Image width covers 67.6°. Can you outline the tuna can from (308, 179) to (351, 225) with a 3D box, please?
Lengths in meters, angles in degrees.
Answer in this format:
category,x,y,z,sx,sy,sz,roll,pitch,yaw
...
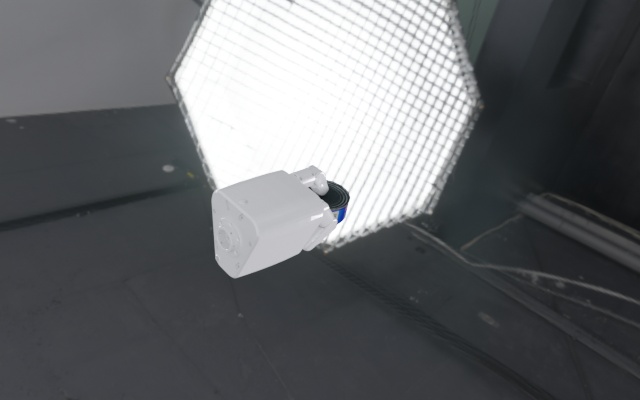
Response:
category,x,y,z,sx,sy,sz,roll,pitch,yaw
tuna can,0.000,0.003,0.719,0.086,0.034,0.086,8,32,-5
